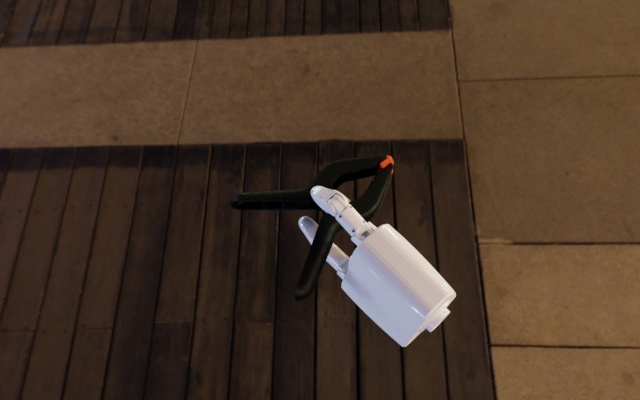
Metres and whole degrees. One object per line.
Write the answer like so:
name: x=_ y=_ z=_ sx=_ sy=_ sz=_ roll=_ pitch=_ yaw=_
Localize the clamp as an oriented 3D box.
clamp: x=0.001 y=0.001 z=0.605 sx=0.210 sy=0.164 sz=0.036 roll=-40 pitch=-23 yaw=-14
